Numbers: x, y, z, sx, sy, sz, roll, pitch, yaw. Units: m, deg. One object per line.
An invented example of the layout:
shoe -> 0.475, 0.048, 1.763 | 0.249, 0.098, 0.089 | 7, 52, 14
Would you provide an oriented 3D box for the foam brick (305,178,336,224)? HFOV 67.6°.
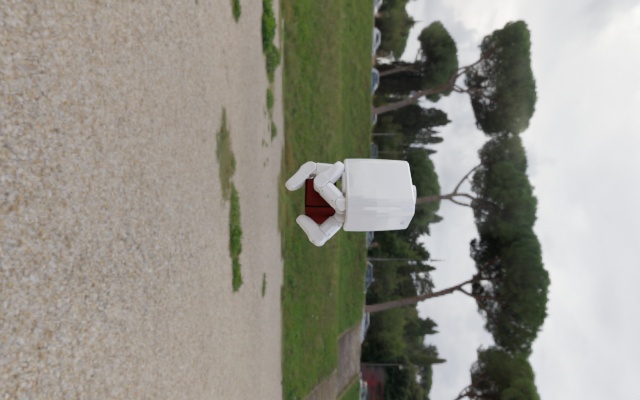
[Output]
foam brick -> 0.000, 0.003, 0.801 | 0.051, 0.053, 0.078 | 1, -23, 0
